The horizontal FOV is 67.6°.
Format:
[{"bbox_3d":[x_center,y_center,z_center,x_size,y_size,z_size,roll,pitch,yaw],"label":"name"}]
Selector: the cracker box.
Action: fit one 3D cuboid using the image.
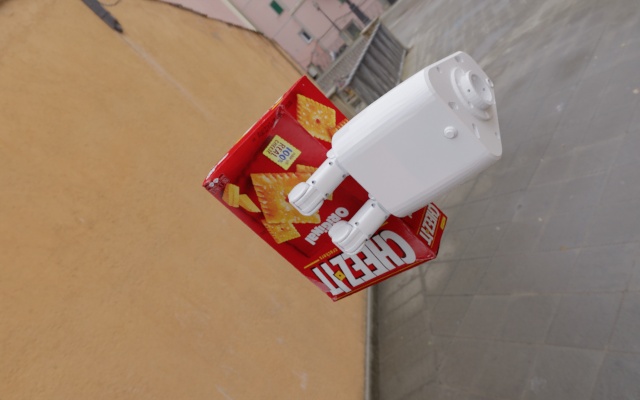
[{"bbox_3d":[0.000,0.001,0.512,0.164,0.214,0.072,-34,18,43],"label":"cracker box"}]
